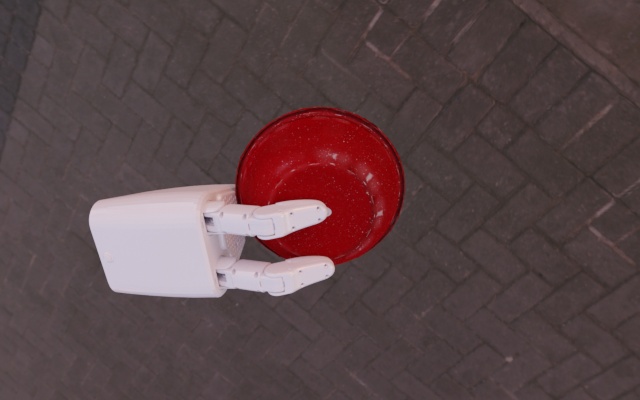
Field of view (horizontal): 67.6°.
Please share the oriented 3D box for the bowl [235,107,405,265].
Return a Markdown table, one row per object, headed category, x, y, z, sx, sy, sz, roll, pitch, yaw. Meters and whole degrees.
| category | x | y | z | sx | sy | sz | roll | pitch | yaw |
| --- | --- | --- | --- | --- | --- | --- | --- | --- | --- |
| bowl | 0.001 | 0.001 | 0.429 | 0.162 | 0.162 | 0.055 | 0 | 23 | -1 |
